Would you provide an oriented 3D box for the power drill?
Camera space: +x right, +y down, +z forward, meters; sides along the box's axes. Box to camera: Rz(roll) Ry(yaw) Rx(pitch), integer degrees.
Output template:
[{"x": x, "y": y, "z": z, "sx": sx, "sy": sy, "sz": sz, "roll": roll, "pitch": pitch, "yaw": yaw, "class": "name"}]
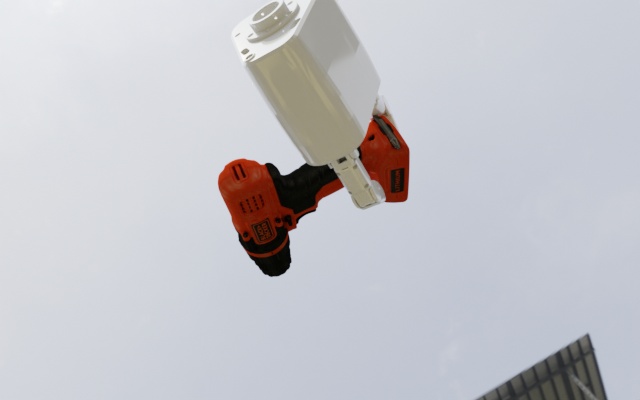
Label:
[{"x": 0.000, "y": 0.001, "z": 0.501, "sx": 0.187, "sy": 0.057, "sz": 0.185, "roll": -25, "pitch": -33, "yaw": -9, "class": "power drill"}]
